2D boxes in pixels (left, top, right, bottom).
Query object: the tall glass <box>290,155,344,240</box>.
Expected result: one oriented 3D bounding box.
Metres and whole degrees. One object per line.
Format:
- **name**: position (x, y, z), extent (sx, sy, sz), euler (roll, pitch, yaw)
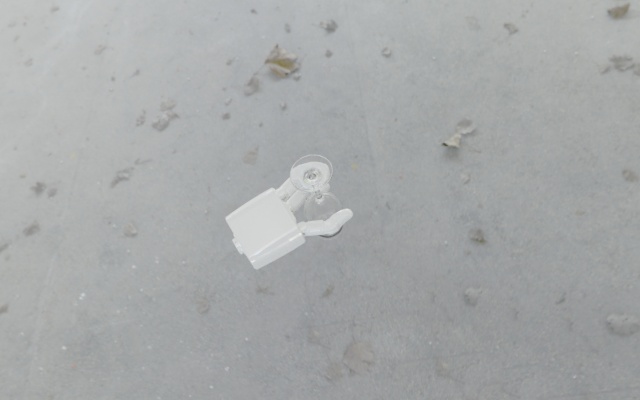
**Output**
- **tall glass**: position (0.000, 0.003, 0.890), extent (0.079, 0.079, 0.201), euler (0, -30, 11)
